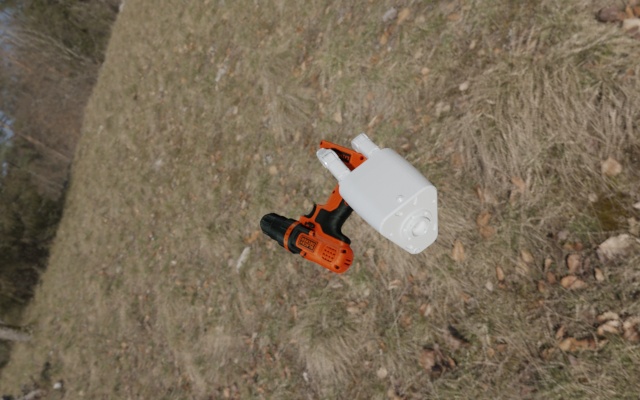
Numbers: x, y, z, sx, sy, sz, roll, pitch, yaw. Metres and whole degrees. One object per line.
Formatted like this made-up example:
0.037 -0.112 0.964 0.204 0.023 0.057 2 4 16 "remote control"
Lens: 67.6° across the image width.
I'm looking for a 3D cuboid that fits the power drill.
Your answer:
0.000 0.002 0.767 0.184 0.187 0.057 23 0 33 "power drill"
